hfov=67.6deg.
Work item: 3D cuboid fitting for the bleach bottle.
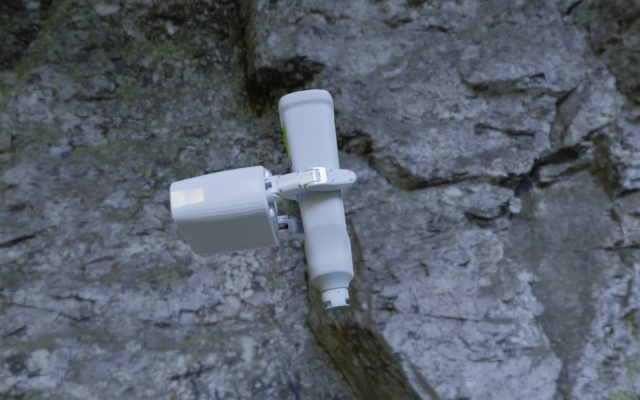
[{"bbox_3d":[0.000,0.002,0.575,0.068,0.250,0.102,-9,-17,0],"label":"bleach bottle"}]
